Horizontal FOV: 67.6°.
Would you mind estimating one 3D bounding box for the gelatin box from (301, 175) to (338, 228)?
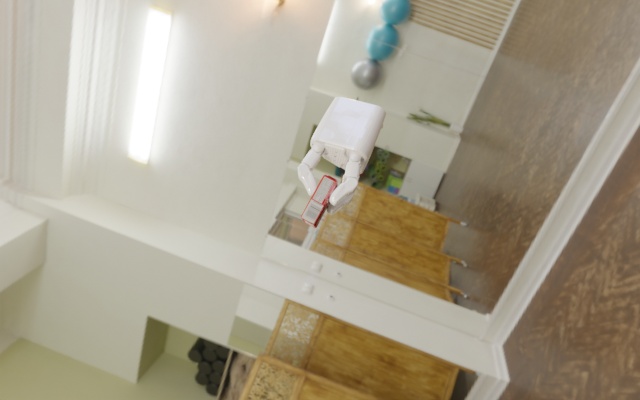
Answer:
[{"bbox_3d":[0.000,0.003,0.855,0.030,0.089,0.073,28,-6,6],"label":"gelatin box"}]
